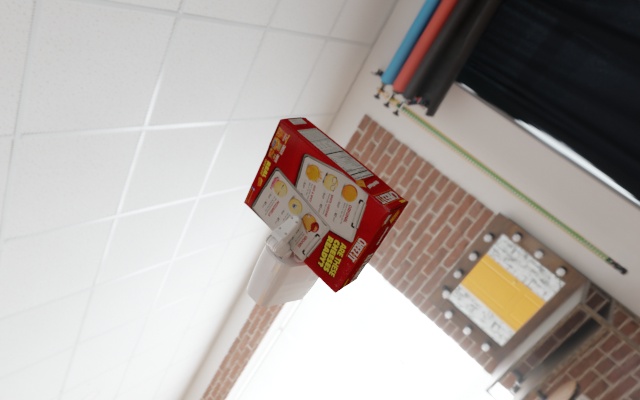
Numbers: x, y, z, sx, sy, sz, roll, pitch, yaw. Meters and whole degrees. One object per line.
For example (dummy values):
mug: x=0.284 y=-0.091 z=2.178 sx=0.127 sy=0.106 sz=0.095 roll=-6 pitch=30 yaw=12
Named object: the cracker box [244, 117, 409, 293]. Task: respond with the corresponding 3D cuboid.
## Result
cracker box: x=0.000 y=0.002 z=0.713 sx=0.213 sy=0.164 sz=0.072 roll=42 pitch=33 yaw=20
